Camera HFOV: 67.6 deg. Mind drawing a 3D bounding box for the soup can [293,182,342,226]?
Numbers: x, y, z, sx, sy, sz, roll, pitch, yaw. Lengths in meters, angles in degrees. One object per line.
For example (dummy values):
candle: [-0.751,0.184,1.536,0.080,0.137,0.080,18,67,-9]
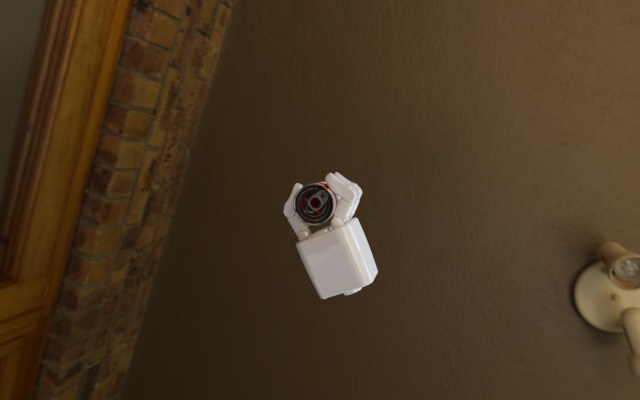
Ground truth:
soup can: [0.000,0.002,0.814,0.068,0.068,0.102,0,5,14]
